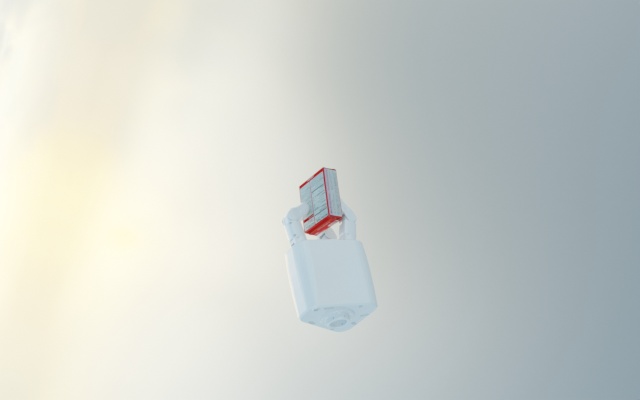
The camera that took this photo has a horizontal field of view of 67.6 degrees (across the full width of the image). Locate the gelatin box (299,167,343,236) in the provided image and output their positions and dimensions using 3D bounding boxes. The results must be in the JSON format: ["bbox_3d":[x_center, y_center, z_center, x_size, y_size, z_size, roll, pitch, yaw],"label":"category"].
[{"bbox_3d":[0.000,0.002,0.763,0.030,0.089,0.073,9,-29,-33],"label":"gelatin box"}]
